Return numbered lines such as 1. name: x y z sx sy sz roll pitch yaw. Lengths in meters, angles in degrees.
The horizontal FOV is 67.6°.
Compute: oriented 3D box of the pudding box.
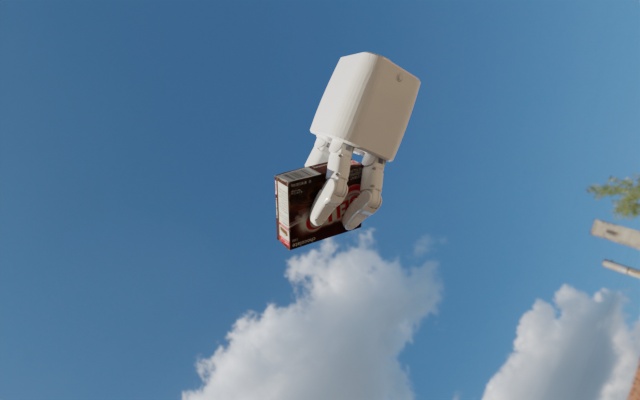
1. pudding box: 0.000 0.002 0.592 0.113 0.090 0.039 -15 28 -28
